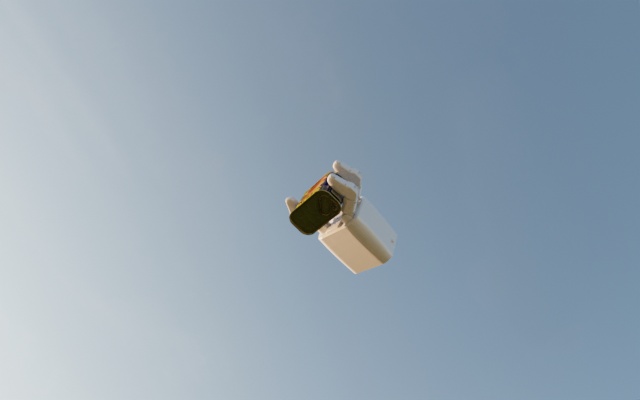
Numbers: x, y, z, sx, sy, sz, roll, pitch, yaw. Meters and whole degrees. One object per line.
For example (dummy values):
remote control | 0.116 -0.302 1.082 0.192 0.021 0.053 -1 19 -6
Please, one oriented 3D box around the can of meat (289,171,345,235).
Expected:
can of meat | 0.000 0.003 0.874 0.102 0.057 0.084 -40 12 31
